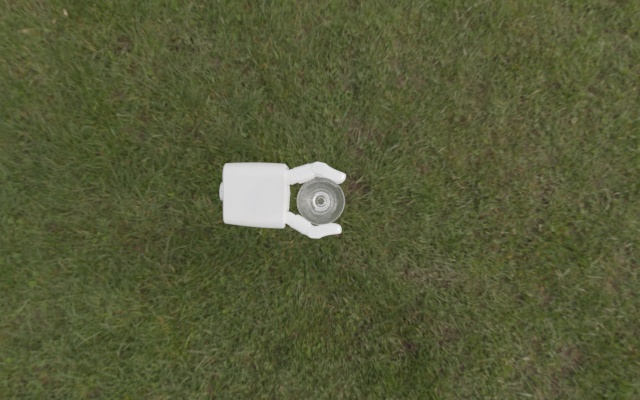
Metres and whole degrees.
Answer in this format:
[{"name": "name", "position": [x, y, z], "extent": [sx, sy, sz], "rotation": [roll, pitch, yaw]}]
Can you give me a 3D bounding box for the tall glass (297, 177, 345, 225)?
[{"name": "tall glass", "position": [0.000, 0.003, 0.838], "extent": [0.079, 0.079, 0.201], "rotation": [0, -1, 0]}]
